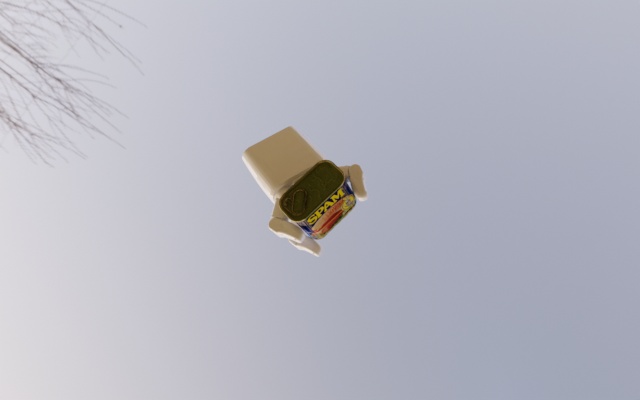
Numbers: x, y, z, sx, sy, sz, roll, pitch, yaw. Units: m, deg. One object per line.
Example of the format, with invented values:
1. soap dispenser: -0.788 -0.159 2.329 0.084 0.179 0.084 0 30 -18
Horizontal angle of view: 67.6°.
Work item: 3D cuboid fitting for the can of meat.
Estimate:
1. can of meat: 0.000 0.002 0.716 0.057 0.102 0.084 45 -4 32
